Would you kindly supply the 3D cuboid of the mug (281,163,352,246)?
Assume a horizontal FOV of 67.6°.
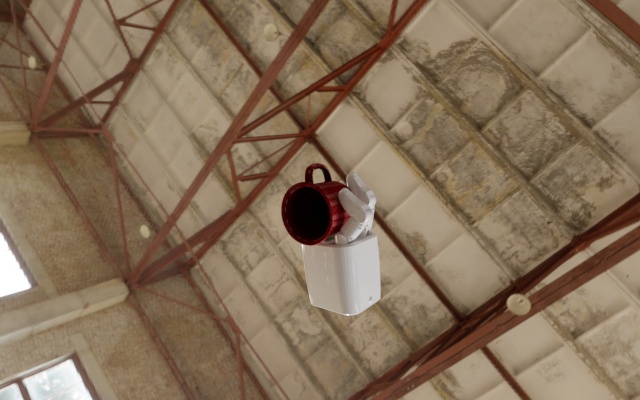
[{"bbox_3d":[0.000,0.001,0.718,0.093,0.117,0.081,-5,5,36],"label":"mug"}]
